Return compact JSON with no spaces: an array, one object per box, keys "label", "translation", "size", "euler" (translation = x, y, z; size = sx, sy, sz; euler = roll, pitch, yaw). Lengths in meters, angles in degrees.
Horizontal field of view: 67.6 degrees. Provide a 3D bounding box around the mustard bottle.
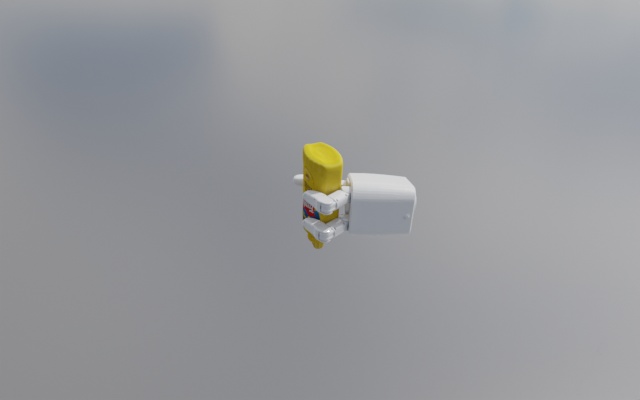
[{"label":"mustard bottle","translation":[0.000,0.003,0.833],"size":[0.058,0.192,0.096],"euler":[-12,34,-22]}]
